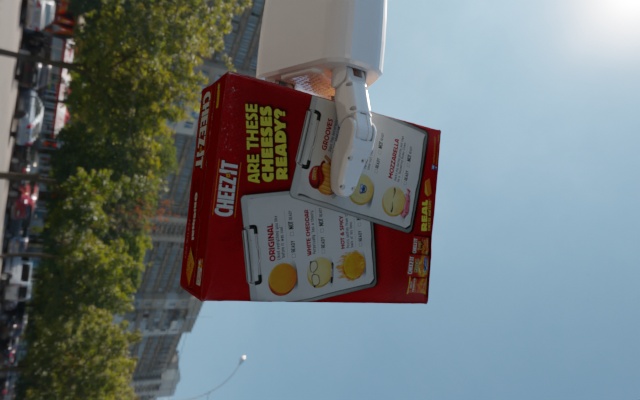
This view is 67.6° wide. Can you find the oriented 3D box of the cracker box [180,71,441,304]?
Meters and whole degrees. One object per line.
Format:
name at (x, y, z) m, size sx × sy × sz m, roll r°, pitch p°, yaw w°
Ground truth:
cracker box at (0.000, 0.001, 0.411) m, size 0.214 × 0.164 × 0.072 m, roll 8°, pitch -5°, yaw -31°
